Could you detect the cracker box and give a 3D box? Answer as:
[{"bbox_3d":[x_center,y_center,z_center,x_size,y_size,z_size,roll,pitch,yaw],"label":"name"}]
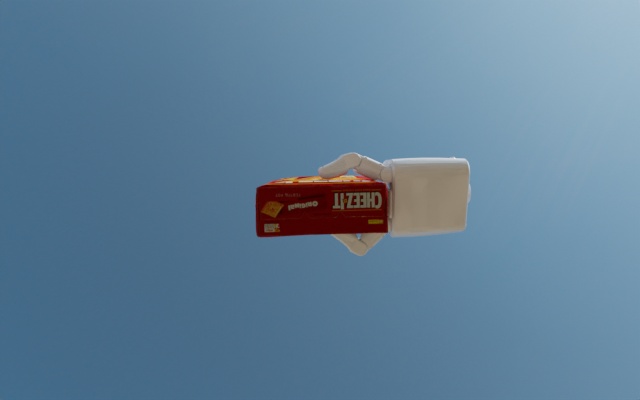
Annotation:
[{"bbox_3d":[0.000,0.002,0.686,0.164,0.072,0.213,-2,4,-1],"label":"cracker box"}]
